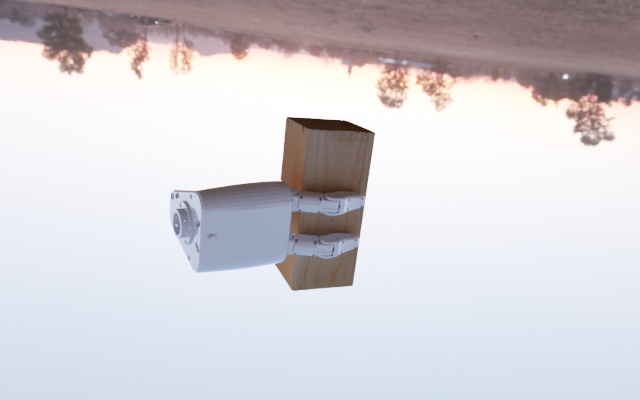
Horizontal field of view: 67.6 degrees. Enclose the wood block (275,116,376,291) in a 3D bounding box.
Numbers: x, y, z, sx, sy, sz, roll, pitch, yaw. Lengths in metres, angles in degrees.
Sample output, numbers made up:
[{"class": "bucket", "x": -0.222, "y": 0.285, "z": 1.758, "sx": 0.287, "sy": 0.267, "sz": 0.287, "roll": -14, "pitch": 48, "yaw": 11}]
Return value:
[{"class": "wood block", "x": 0.000, "y": 0.002, "z": 0.624, "sx": 0.090, "sy": 0.206, "sz": 0.090, "roll": -1, "pitch": 20, "yaw": -23}]
